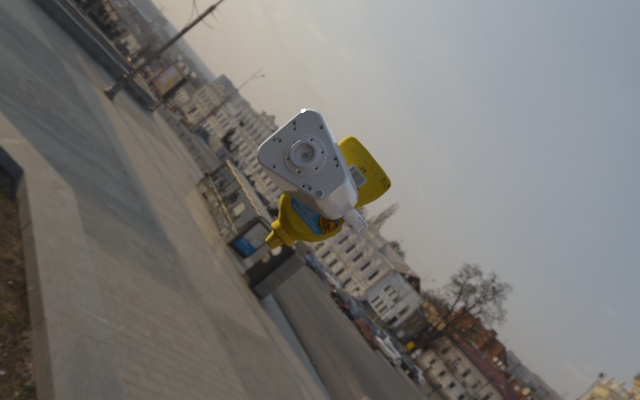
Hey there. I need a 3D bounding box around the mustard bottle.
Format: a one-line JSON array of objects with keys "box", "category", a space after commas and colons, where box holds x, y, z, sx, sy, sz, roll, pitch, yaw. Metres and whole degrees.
[{"box": [0.000, 0.002, 0.680, 0.191, 0.096, 0.058, -40, 9, -1], "category": "mustard bottle"}]
